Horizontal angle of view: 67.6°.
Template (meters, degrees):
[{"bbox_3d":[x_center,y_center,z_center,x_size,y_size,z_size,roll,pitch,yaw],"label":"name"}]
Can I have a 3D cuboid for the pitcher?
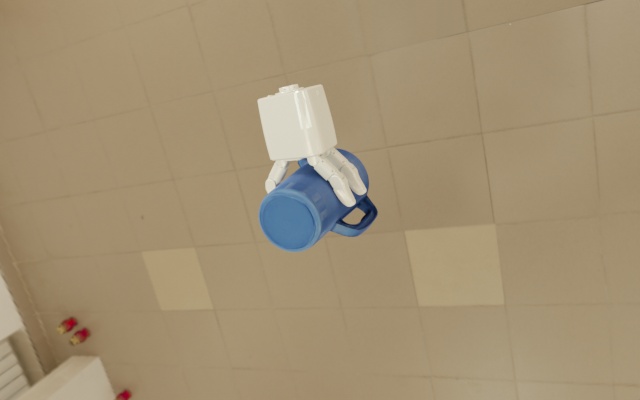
[{"bbox_3d":[0.000,0.003,0.841,0.149,0.145,0.242,-6,16,23],"label":"pitcher"}]
